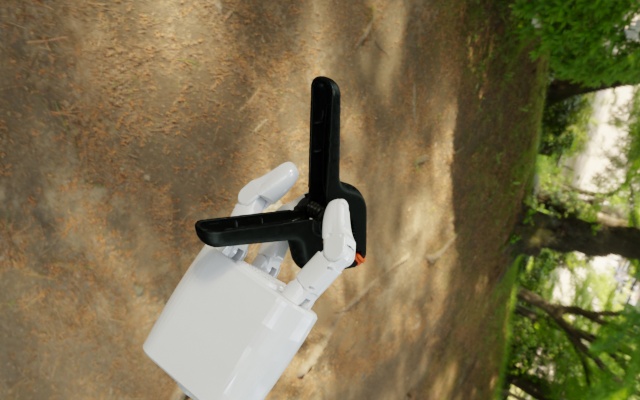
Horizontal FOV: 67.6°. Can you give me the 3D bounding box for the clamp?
[{"bbox_3d":[0.001,0.002,0.440,0.036,0.164,0.210,30,-7,38],"label":"clamp"}]
